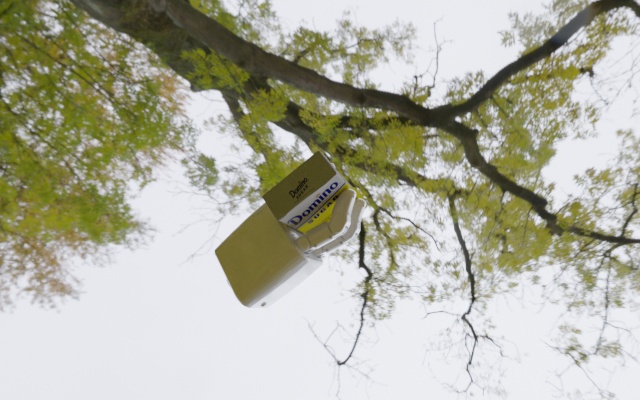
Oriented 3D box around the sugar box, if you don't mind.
[{"bbox_3d":[0.000,0.003,0.647,0.093,0.048,0.176,-39,-19,6],"label":"sugar box"}]
